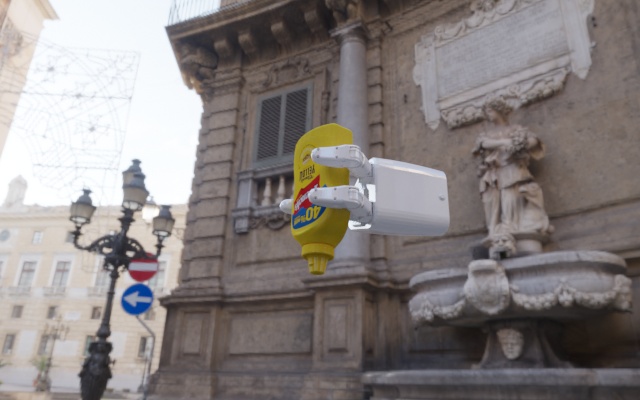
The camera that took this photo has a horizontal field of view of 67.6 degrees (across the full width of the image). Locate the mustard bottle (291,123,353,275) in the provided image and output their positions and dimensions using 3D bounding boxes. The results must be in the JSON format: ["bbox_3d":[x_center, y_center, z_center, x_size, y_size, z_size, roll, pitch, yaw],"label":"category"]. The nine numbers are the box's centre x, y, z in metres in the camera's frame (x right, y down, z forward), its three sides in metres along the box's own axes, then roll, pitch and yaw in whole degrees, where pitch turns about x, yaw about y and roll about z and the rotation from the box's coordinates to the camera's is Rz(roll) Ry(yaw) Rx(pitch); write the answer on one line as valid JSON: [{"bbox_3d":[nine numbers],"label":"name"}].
[{"bbox_3d":[0.000,0.002,0.623,0.058,0.191,0.096,19,-28,-35],"label":"mustard bottle"}]
